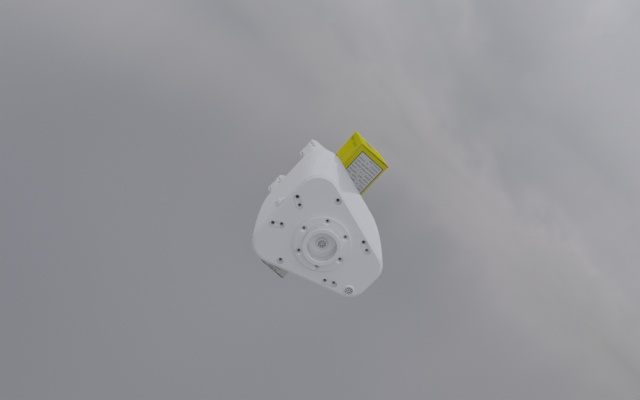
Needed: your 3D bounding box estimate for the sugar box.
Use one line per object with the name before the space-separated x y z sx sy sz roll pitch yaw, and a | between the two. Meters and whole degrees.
sugar box | 0.000 0.001 0.565 0.048 0.176 0.093 43 12 -11
